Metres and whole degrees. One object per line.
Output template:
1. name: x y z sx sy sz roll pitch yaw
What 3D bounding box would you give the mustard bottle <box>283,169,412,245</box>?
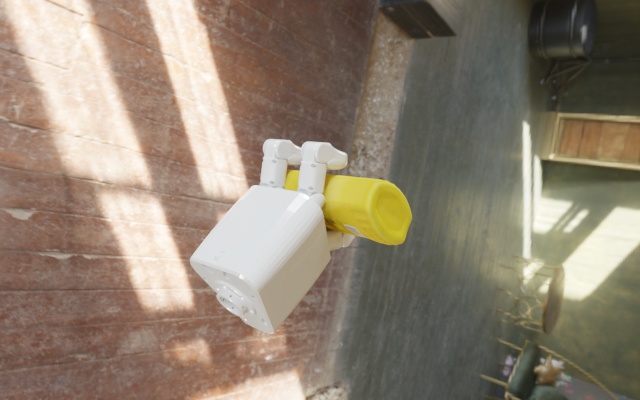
1. mustard bottle: 0.000 0.002 0.541 0.191 0.058 0.096 10 -17 39
